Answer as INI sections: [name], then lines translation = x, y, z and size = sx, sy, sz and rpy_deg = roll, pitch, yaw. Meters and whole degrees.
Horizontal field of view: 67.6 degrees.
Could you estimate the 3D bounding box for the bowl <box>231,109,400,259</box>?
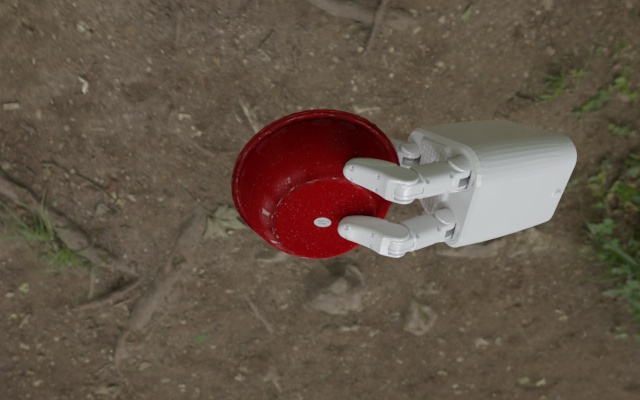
[bowl]
translation = -0.001, 0.002, 0.434
size = 0.162, 0.162, 0.055
rpy_deg = 0, 38, -9
